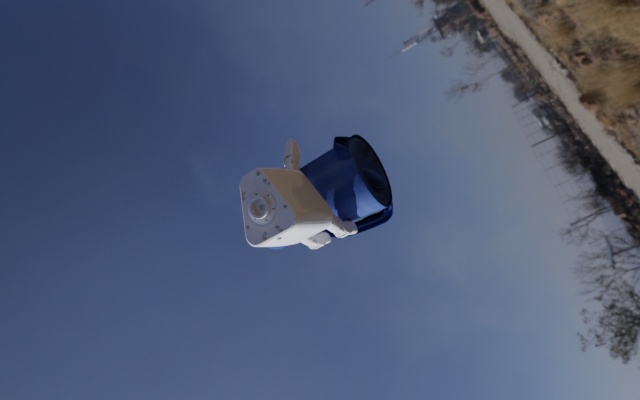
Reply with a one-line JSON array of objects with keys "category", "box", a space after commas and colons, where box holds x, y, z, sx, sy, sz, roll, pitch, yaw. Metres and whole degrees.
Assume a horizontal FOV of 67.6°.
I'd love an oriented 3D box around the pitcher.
[{"category": "pitcher", "box": [0.000, 0.003, 0.846, 0.243, 0.149, 0.145, -27, -12, 26]}]
